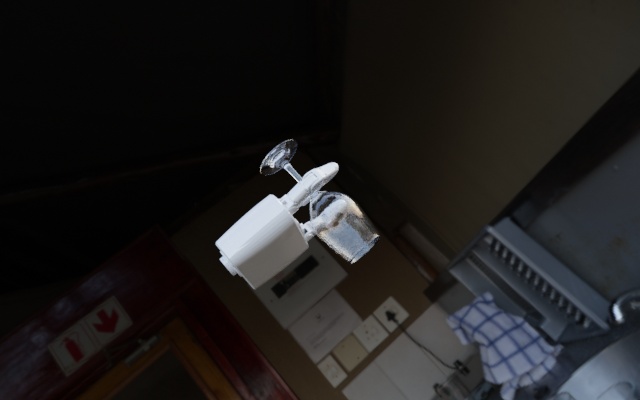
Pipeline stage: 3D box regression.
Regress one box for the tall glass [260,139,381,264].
[{"bbox_3d":[0.000,0.002,0.718,0.201,0.079,0.079,47,16,16],"label":"tall glass"}]
